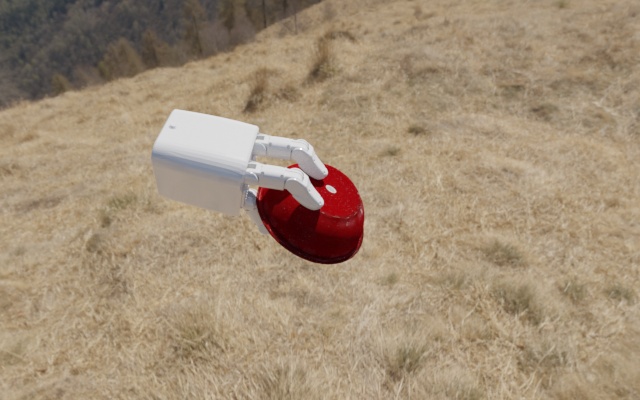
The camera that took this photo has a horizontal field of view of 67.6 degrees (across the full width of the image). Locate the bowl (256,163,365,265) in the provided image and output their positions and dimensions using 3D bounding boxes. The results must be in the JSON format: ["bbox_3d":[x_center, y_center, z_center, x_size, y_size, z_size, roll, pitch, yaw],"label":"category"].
[{"bbox_3d":[0.001,0.002,0.630,0.162,0.162,0.055,0,-37,-35],"label":"bowl"}]
